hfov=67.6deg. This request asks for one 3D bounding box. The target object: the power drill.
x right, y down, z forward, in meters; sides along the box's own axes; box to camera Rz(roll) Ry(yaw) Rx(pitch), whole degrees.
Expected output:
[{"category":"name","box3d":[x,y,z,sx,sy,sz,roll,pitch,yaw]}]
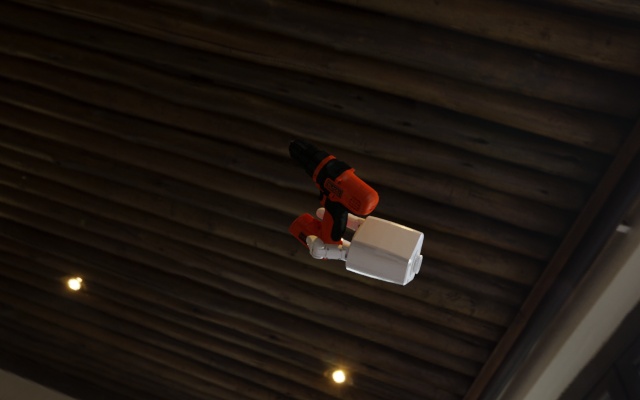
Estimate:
[{"category":"power drill","box3d":[0.000,0.003,0.844,0.184,0.188,0.057,40,48,20]}]
